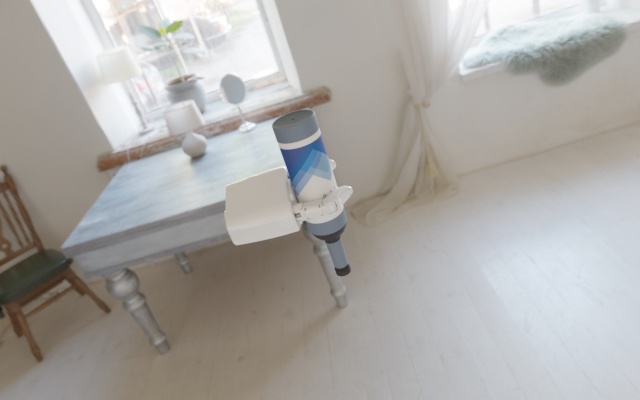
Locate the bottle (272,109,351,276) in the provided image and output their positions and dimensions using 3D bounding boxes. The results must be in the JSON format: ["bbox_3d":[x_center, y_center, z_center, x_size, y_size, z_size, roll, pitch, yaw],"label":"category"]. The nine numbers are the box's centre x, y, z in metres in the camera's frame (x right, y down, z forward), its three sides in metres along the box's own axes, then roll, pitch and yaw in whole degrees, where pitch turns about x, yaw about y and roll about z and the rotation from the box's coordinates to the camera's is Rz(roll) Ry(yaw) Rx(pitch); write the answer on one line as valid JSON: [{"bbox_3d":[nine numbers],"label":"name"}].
[{"bbox_3d":[0.000,0.002,0.772,0.069,0.296,0.069,-14,29,8],"label":"bottle"}]
